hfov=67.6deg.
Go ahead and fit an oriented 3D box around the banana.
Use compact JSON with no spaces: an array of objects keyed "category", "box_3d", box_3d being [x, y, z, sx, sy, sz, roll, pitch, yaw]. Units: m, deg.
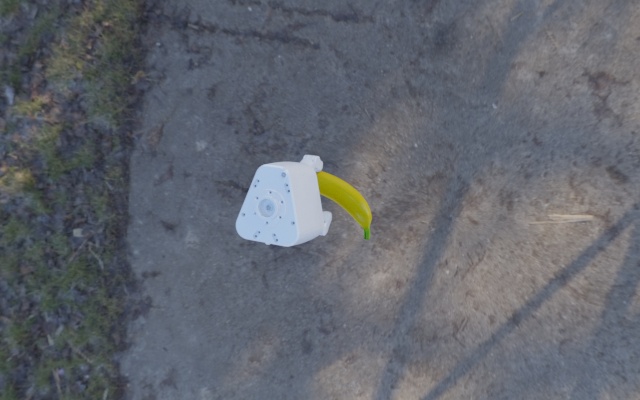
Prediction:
[{"category":"banana","box_3d":[0.012,-0.011,0.806,0.198,0.070,0.037,33,18,10]}]
